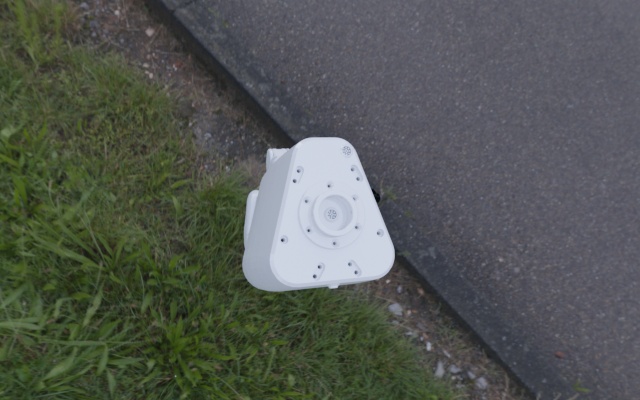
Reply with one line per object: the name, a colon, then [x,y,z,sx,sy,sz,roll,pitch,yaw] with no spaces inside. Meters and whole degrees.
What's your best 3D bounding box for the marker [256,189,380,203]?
marker: [0.000,0.001,0.454,0.121,0.020,0.020,-4,1,-17]
